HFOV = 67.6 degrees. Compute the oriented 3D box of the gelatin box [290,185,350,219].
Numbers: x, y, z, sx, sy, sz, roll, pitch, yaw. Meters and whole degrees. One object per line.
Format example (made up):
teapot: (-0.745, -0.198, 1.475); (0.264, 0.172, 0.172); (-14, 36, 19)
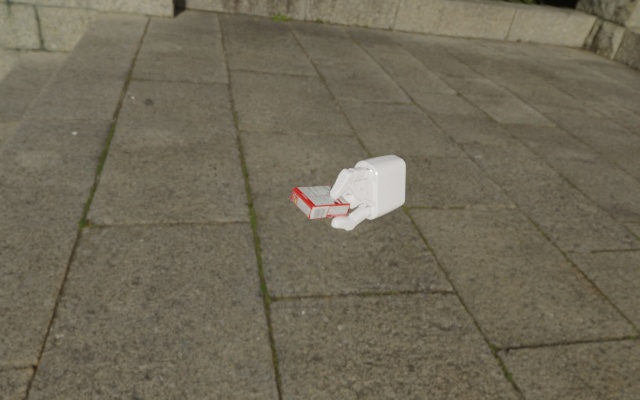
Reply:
gelatin box: (0.000, 0.003, 0.896); (0.089, 0.030, 0.073); (-4, 32, -35)
